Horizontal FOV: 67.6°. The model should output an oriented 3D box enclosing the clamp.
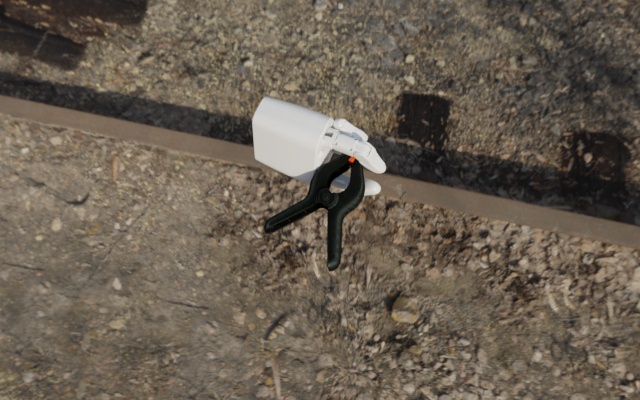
[{"bbox_3d":[0.000,0.002,0.671,0.120,0.171,0.039,22,-17,11],"label":"clamp"}]
